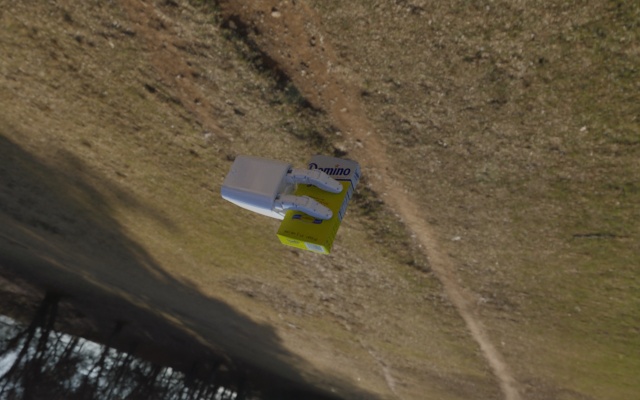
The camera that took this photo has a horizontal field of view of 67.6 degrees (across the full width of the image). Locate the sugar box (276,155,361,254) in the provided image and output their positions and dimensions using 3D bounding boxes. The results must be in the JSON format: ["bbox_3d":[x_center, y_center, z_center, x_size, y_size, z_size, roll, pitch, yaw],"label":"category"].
[{"bbox_3d":[0.000,0.003,0.848,0.093,0.176,0.048,12,-25,20],"label":"sugar box"}]
